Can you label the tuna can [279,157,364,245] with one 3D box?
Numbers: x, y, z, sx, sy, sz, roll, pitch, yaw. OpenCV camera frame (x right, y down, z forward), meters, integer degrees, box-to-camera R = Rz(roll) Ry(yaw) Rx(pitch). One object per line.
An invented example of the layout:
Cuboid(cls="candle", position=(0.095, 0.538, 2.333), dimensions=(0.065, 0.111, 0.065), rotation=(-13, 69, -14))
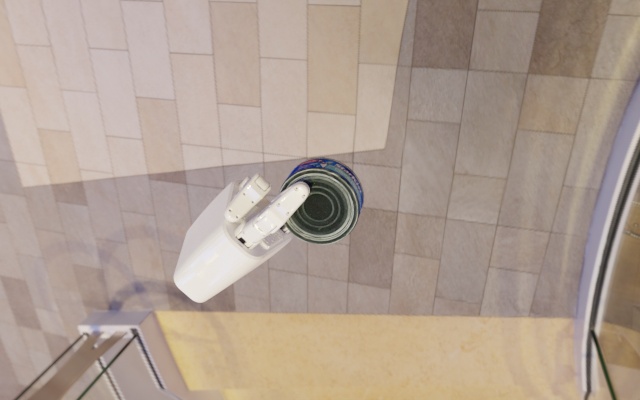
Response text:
Cuboid(cls="tuna can", position=(0.000, 0.002, 0.489), dimensions=(0.086, 0.086, 0.033), rotation=(0, 22, 13))
